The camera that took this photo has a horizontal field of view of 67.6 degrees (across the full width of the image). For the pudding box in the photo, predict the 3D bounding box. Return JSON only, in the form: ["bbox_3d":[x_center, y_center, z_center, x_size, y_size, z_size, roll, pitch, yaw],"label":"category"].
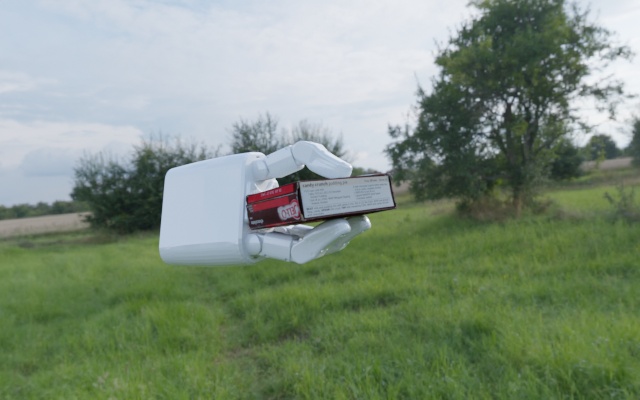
[{"bbox_3d":[0.000,0.001,0.449,0.113,0.039,0.090,-9,-1,-37],"label":"pudding box"}]
